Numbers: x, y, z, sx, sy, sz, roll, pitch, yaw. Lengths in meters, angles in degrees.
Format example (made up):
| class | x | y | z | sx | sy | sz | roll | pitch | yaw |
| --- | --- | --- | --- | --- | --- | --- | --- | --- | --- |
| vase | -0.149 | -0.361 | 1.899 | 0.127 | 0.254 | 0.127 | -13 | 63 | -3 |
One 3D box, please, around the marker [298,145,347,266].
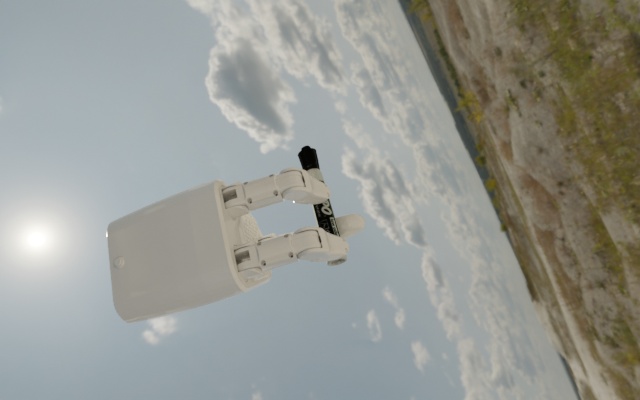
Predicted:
| class | x | y | z | sx | sy | sz | roll | pitch | yaw |
| --- | --- | --- | --- | --- | --- | --- | --- | --- | --- |
| marker | 0.000 | 0.001 | 0.446 | 0.020 | 0.121 | 0.020 | -13 | -23 | -6 |
